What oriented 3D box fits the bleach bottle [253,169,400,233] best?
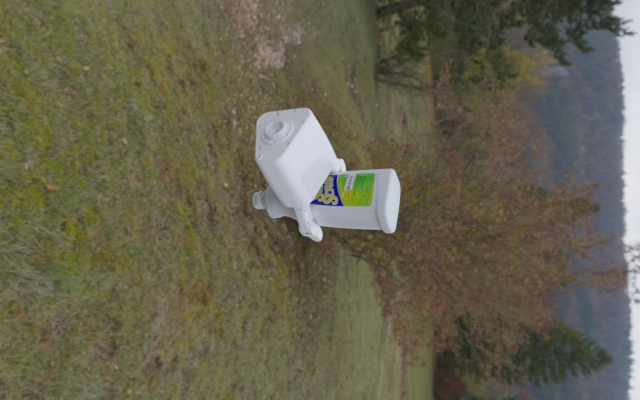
[{"bbox_3d":[0.000,0.003,0.792,0.251,0.102,0.068,-2,-36,23],"label":"bleach bottle"}]
